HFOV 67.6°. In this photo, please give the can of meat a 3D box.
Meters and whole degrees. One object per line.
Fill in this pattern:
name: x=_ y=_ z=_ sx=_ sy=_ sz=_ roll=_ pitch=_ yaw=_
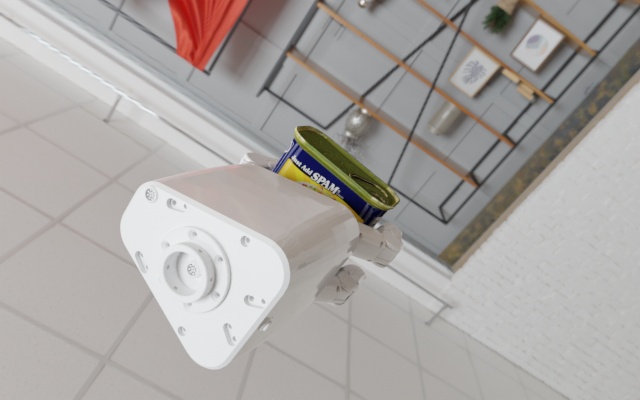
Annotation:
can of meat: x=0.000 y=0.001 z=0.403 sx=0.102 sy=0.084 sz=0.057 roll=40 pitch=20 yaw=8
